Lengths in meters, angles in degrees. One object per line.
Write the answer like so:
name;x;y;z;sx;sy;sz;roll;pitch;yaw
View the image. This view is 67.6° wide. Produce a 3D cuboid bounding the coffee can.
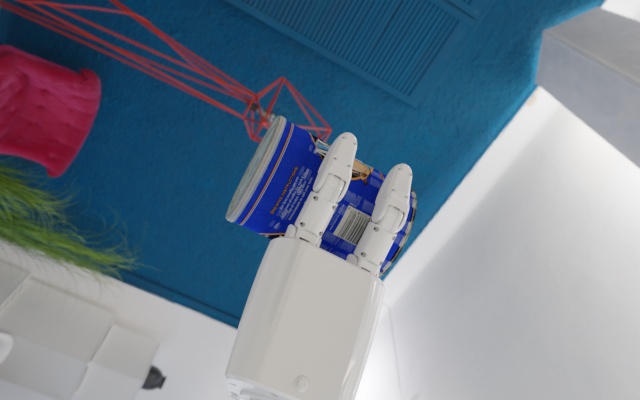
coffee can;0.000;0.001;0.435;0.140;0.103;0.103;27;-7;-13
